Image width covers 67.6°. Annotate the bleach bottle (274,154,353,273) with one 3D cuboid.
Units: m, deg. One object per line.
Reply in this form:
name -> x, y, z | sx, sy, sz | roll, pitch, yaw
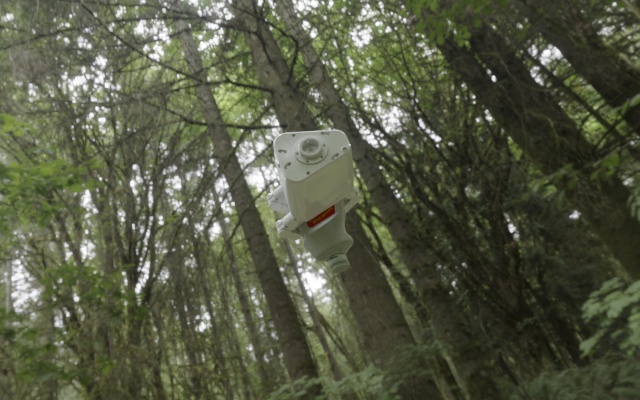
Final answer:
bleach bottle -> 0.000, 0.003, 0.803 | 0.102, 0.250, 0.068 | -18, -30, -6
